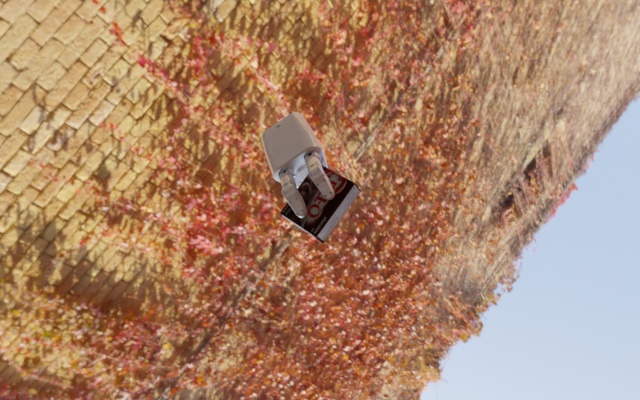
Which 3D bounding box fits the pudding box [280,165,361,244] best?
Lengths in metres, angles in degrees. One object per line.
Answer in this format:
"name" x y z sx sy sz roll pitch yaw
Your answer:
"pudding box" 0.000 0.003 0.808 0.090 0.113 0.039 31 -6 36
